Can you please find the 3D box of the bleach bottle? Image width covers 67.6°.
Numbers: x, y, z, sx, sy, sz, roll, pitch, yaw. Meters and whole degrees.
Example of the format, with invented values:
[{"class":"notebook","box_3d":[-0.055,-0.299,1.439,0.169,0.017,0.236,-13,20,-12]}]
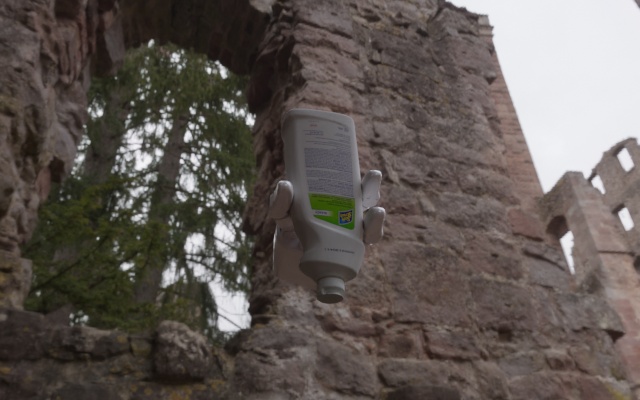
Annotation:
[{"class":"bleach bottle","box_3d":[0.000,0.002,0.584,0.102,0.250,0.068,5,-34,-9]}]
